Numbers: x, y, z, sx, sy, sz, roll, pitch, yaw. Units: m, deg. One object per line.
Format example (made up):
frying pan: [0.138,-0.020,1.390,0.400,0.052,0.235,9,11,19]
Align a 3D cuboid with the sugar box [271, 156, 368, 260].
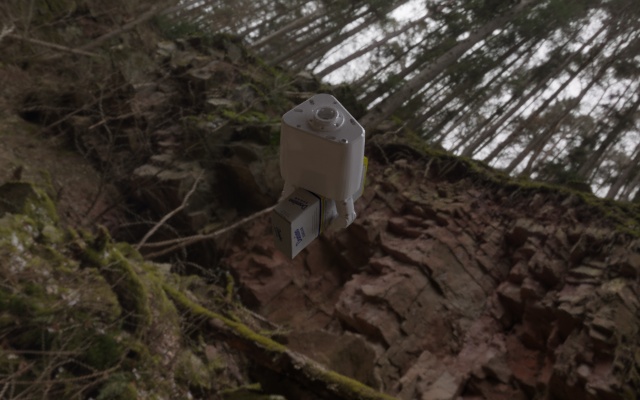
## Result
sugar box: [0.000,0.002,0.738,0.048,0.093,0.176,37,57,25]
